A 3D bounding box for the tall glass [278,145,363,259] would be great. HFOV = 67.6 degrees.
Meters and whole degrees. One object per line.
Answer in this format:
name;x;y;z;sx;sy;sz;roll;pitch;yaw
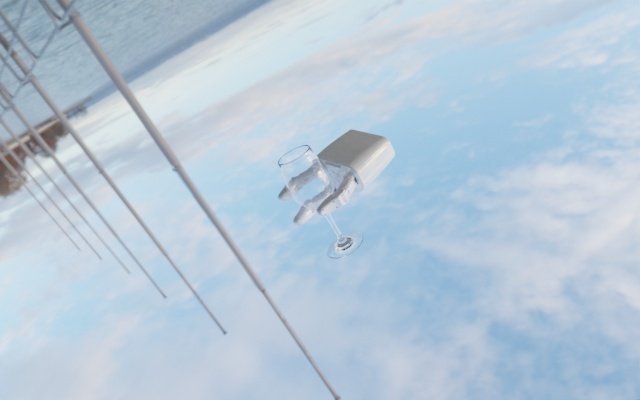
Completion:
tall glass;0.000;0.003;0.838;0.079;0.201;0.079;-25;24;12
